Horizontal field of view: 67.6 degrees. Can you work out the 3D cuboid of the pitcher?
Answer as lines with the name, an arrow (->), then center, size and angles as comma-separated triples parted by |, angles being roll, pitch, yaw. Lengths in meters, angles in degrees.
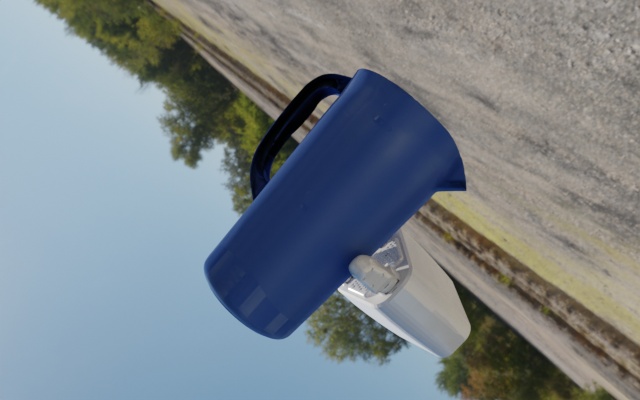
pitcher -> 0.000, 0.002, 0.454 | 0.145, 0.243, 0.149 | 42, 2, -23
